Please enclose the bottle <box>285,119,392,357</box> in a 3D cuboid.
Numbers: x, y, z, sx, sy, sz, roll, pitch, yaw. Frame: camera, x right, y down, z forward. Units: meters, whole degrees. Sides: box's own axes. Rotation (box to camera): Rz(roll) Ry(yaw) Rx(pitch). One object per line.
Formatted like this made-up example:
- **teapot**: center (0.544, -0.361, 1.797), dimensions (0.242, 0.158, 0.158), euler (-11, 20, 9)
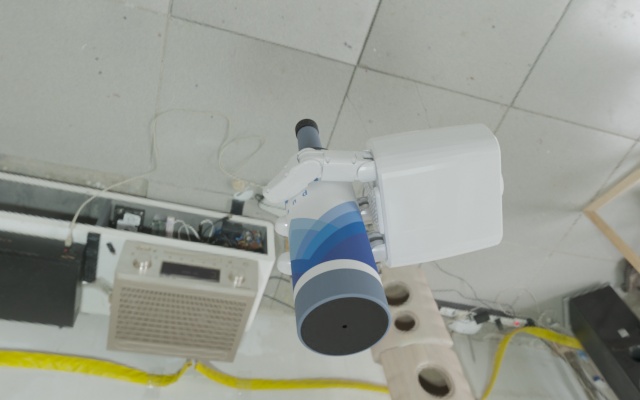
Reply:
- **bottle**: center (0.000, 0.002, 0.447), dimensions (0.069, 0.069, 0.295), euler (0, 36, -8)
